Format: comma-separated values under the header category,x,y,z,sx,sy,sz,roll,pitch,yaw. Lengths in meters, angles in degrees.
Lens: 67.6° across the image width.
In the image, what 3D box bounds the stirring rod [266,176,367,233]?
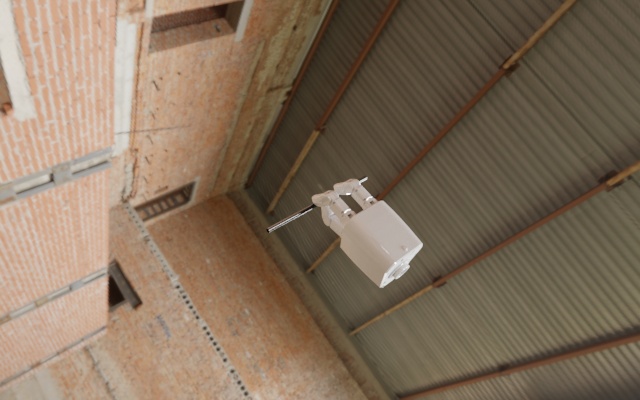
category,x,y,z,sx,sy,sz,roll,pitch,yaw
stirring rod,0.000,0.003,0.865,0.239,0.011,0.011,-28,16,-33
